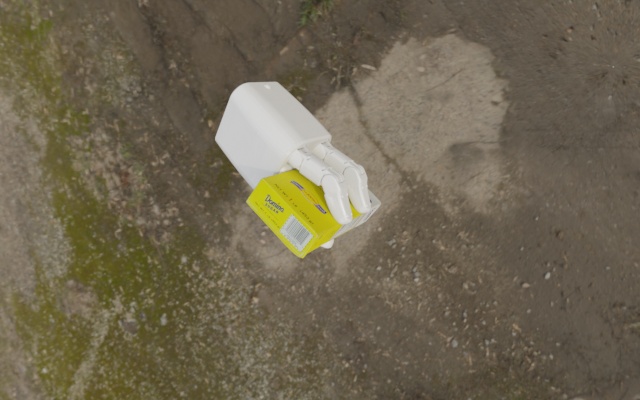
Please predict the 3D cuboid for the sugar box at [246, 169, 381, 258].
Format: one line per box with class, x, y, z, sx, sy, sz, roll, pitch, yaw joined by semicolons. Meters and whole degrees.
sugar box;0.000;0.001;0.590;0.048;0.093;0.176;-52;-15;31
